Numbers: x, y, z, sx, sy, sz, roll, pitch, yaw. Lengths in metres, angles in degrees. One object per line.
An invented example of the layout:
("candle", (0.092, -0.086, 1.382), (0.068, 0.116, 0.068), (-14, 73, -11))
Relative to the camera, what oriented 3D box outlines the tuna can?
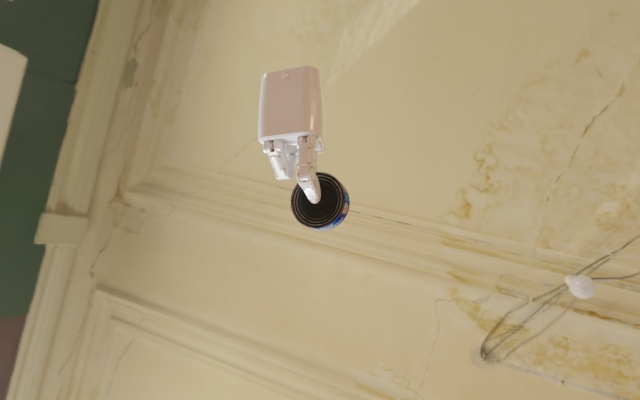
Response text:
("tuna can", (0.000, 0.003, 0.723), (0.086, 0.086, 0.034), (0, -12, 19))
